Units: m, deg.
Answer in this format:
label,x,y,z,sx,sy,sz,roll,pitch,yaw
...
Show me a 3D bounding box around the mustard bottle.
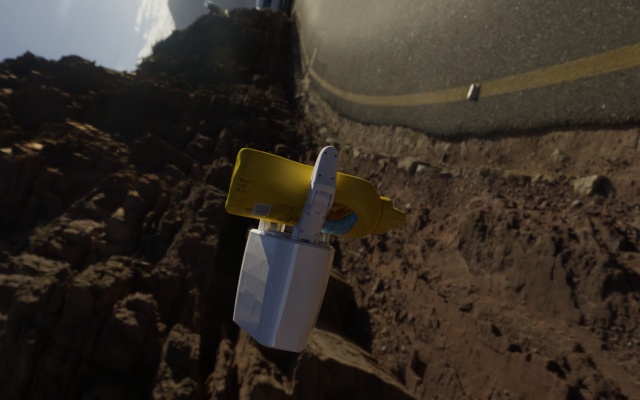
label,x,y,z,sx,sy,sz,roll,pitch,yaw
mustard bottle,0.000,0.001,0.507,0.191,0.058,0.096,14,-28,-12
